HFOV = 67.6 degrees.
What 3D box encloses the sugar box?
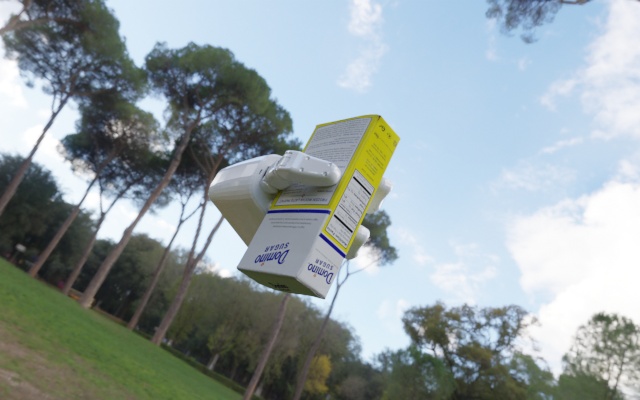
[{"bbox_3d":[0.000,0.002,0.449,0.093,0.176,0.048,-1,-33,49],"label":"sugar box"}]
